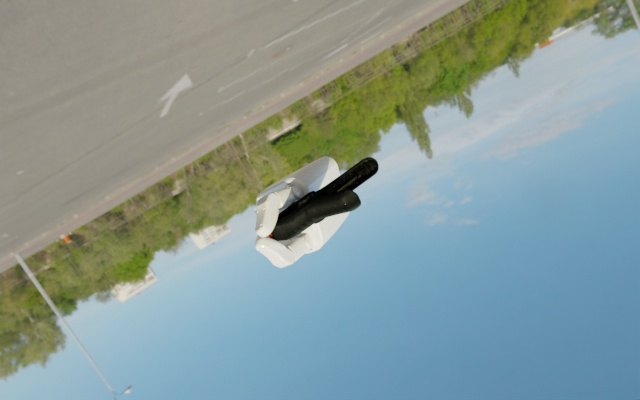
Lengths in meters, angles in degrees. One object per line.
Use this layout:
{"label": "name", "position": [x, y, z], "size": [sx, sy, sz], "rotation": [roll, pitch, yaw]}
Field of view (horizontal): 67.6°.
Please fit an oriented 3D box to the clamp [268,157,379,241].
{"label": "clamp", "position": [0.000, 0.003, 0.606], "size": [0.171, 0.039, 0.120], "rotation": [-24, 10, 36]}
